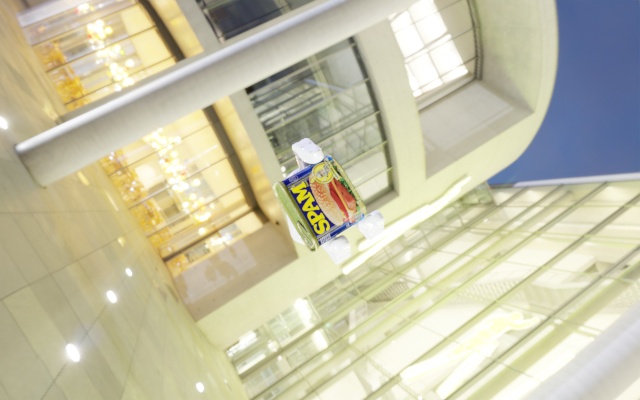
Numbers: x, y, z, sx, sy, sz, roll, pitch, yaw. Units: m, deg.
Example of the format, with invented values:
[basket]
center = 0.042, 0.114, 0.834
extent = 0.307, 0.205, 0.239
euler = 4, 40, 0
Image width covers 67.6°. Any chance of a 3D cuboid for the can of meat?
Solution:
[can of meat]
center = 0.000, 0.002, 0.620
extent = 0.084, 0.102, 0.057
euler = -30, 0, -16
